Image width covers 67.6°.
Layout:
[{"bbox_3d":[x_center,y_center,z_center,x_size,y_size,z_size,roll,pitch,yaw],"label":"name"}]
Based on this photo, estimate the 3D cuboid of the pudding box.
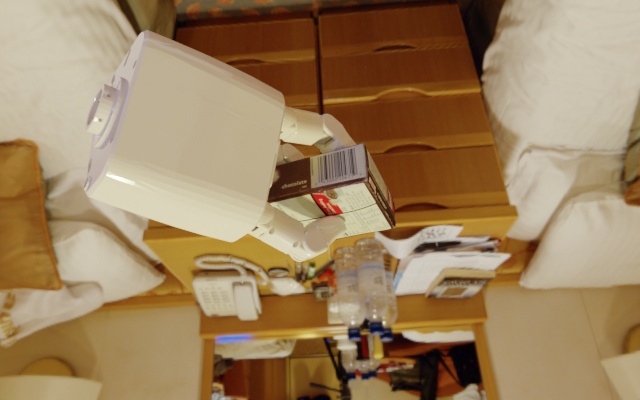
[{"bbox_3d":[0.000,0.001,0.418,0.113,0.039,0.090,-11,-32,19],"label":"pudding box"}]
